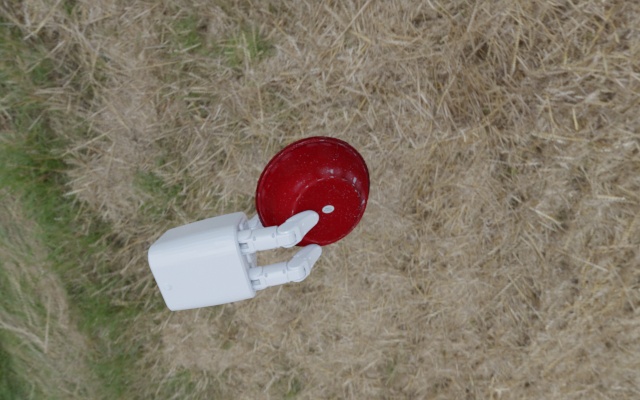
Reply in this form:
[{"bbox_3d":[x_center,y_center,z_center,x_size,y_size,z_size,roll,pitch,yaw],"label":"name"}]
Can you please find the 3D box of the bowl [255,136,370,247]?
[{"bbox_3d":[0.001,0.002,0.615,0.162,0.162,0.055,0,25,-21],"label":"bowl"}]
